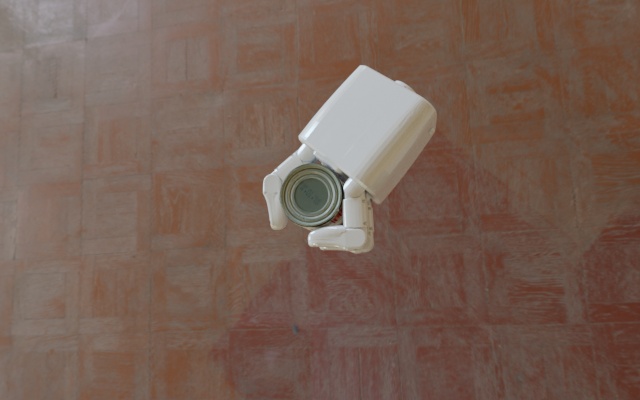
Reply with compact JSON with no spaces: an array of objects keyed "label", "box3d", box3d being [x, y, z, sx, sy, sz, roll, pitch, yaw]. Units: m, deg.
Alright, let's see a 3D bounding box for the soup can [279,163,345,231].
[{"label":"soup can","box3d":[0.000,0.002,0.527,0.068,0.068,0.102,0,-9,11]}]
